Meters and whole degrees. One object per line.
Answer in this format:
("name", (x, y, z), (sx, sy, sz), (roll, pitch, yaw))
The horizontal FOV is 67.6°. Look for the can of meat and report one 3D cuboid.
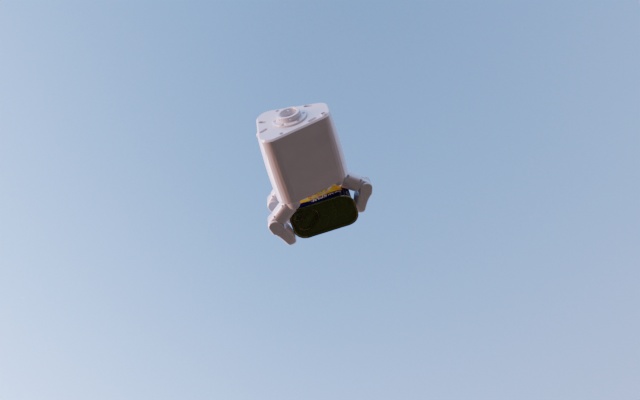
("can of meat", (0.000, 0.002, 0.747), (0.102, 0.057, 0.084), (-18, 36, 3))
